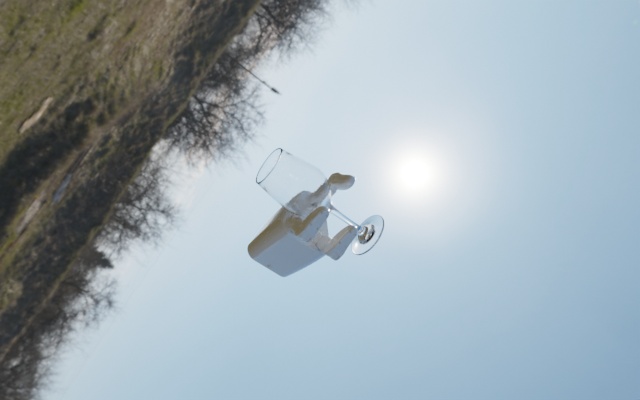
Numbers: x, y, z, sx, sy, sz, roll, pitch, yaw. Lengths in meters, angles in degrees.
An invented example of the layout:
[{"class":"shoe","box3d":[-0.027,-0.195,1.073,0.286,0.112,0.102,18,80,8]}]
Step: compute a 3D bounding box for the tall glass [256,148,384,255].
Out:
[{"class":"tall glass","box3d":[0.001,0.003,0.725,0.201,0.079,0.079,35,-16,-23]}]
